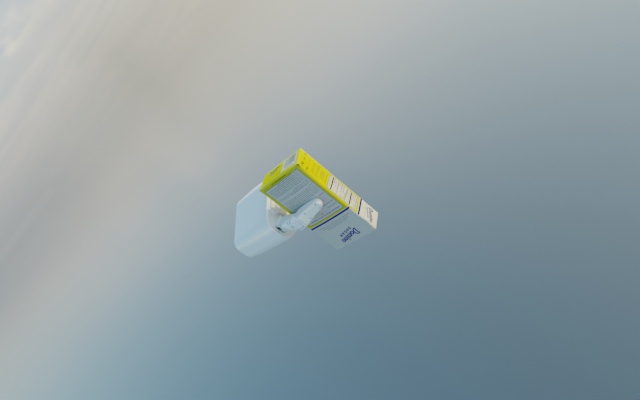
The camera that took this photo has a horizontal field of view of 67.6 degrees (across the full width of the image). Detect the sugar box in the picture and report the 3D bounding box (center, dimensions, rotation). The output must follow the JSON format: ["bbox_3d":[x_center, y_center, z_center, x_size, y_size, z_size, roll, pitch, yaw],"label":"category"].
[{"bbox_3d":[0.000,0.002,0.771,0.176,0.048,0.093,37,-48,-25],"label":"sugar box"}]
